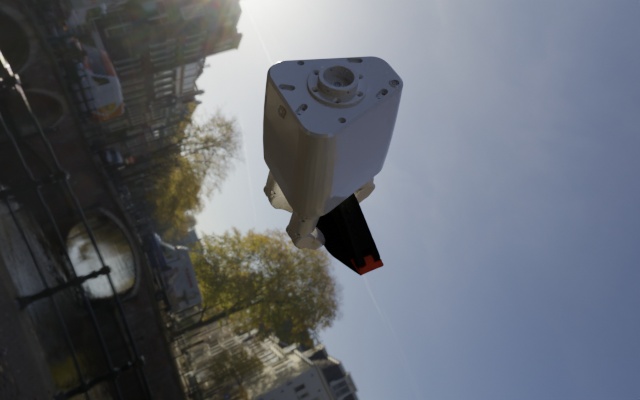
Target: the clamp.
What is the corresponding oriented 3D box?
[{"bbox_3d":[0.001,0.002,0.532,0.036,0.210,0.165,-20,-30,-20],"label":"clamp"}]
